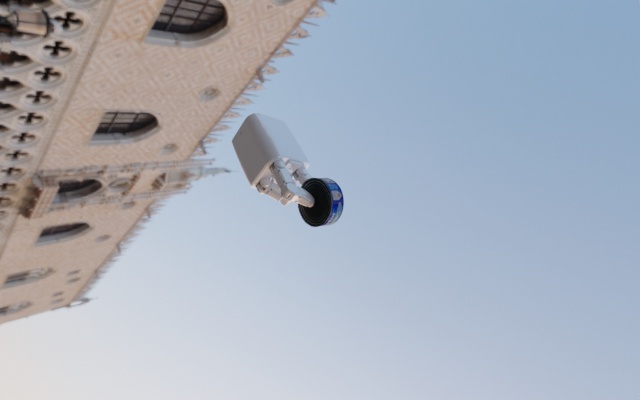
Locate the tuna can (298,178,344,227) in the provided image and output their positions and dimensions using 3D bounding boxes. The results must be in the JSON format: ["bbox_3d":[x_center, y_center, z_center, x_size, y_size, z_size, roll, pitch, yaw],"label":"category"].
[{"bbox_3d":[0.001,0.003,0.836,0.034,0.086,0.086,-3,2,-44],"label":"tuna can"}]
